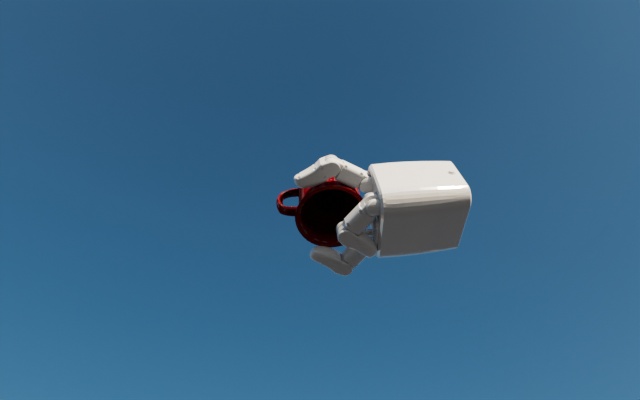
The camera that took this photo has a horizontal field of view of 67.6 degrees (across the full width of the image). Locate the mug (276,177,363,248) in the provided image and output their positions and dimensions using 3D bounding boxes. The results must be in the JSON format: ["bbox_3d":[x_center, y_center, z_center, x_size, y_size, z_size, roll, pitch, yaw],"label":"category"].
[{"bbox_3d":[-0.001,0.002,0.635,0.117,0.093,0.081,-2,31,-2],"label":"mug"}]
